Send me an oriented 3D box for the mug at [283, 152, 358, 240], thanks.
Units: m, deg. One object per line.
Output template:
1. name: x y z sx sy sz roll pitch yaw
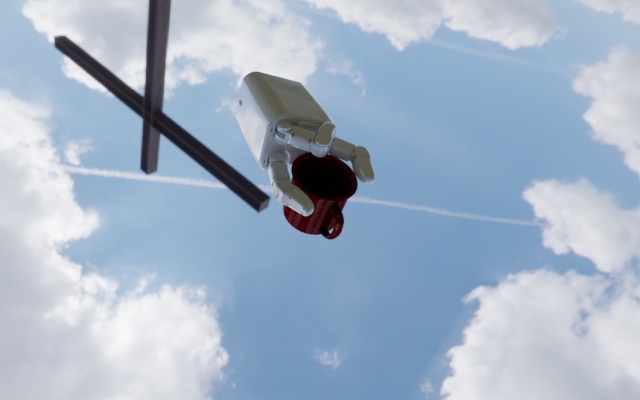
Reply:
1. mug: 0.001 0.003 0.656 0.093 0.117 0.082 -9 -39 -29
